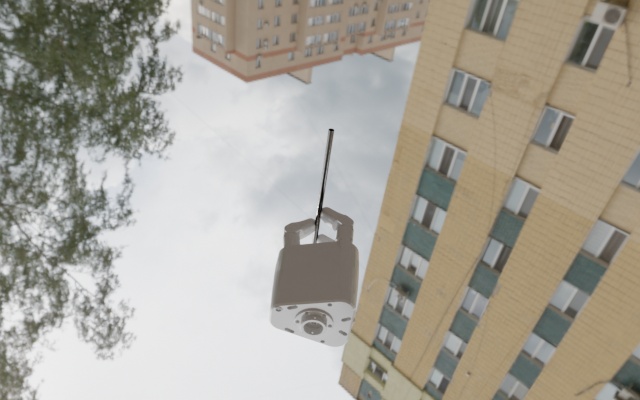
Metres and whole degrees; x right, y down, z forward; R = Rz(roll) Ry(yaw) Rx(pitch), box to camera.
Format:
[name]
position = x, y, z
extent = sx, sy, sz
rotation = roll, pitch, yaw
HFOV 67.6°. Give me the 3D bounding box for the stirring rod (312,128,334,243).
[stirring rod]
position = 0.000, 0.002, 0.703
extent = 0.011, 0.240, 0.011
rotation = 6, 37, -4
